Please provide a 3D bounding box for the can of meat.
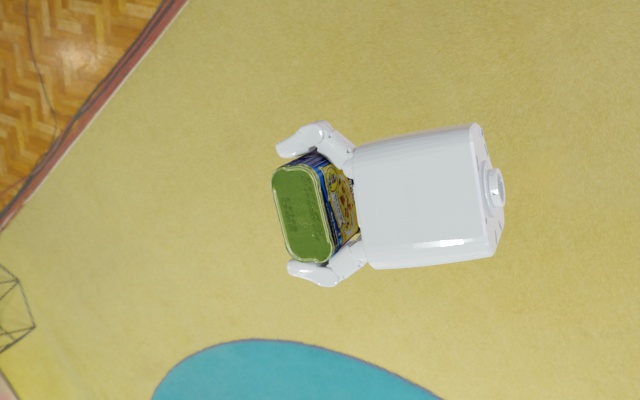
[{"bbox_3d":[0.000,0.002,0.473,0.057,0.102,0.084,-6,16,29],"label":"can of meat"}]
